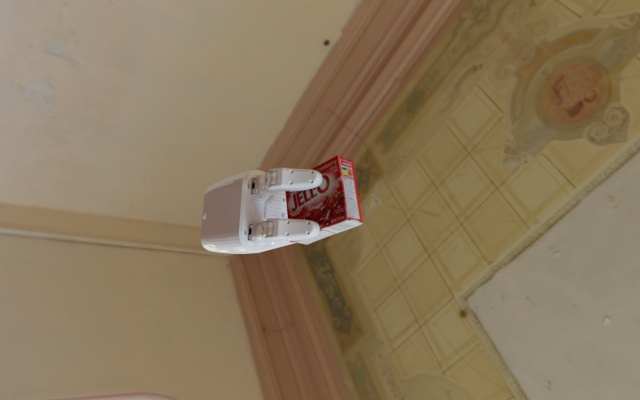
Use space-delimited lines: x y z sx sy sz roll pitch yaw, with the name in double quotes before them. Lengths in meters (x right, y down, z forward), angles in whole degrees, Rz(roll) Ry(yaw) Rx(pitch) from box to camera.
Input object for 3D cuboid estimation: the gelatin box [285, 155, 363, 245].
"gelatin box" 0.001 0.002 0.523 0.089 0.073 0.030 -24 -26 39
